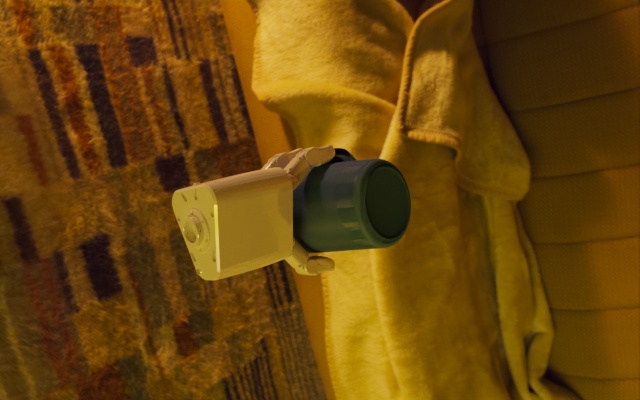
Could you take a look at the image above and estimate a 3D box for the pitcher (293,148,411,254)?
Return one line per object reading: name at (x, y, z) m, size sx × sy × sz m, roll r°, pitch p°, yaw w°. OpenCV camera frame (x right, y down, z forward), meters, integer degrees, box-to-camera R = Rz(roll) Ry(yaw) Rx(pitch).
pitcher at (0.000, 0.002, 0.653) m, size 0.145 × 0.149 × 0.243 m, roll -13°, pitch 5°, yaw -44°
